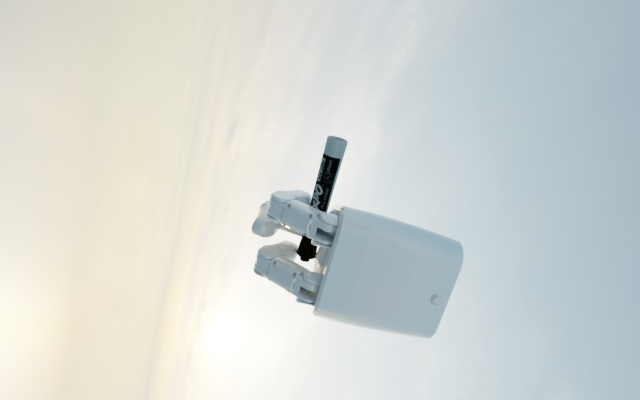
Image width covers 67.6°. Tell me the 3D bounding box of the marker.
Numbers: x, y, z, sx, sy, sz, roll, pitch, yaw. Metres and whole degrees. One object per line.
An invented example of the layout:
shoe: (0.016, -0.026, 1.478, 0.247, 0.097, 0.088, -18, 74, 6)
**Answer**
marker: (0.000, 0.001, 0.434, 0.020, 0.121, 0.020, 14, 18, -5)
